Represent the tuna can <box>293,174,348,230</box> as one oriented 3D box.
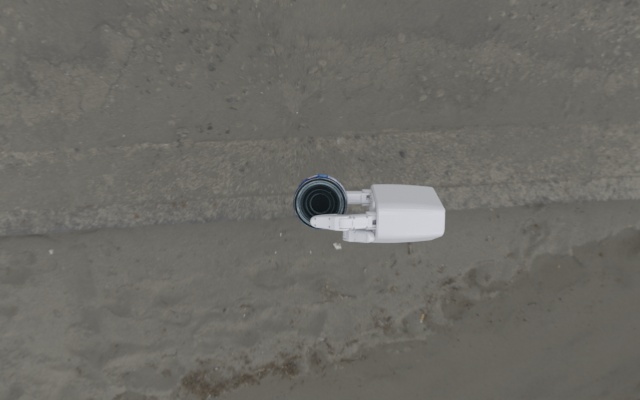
[{"bbox_3d":[0.000,0.003,0.754,0.086,0.086,0.033,0,11,3],"label":"tuna can"}]
